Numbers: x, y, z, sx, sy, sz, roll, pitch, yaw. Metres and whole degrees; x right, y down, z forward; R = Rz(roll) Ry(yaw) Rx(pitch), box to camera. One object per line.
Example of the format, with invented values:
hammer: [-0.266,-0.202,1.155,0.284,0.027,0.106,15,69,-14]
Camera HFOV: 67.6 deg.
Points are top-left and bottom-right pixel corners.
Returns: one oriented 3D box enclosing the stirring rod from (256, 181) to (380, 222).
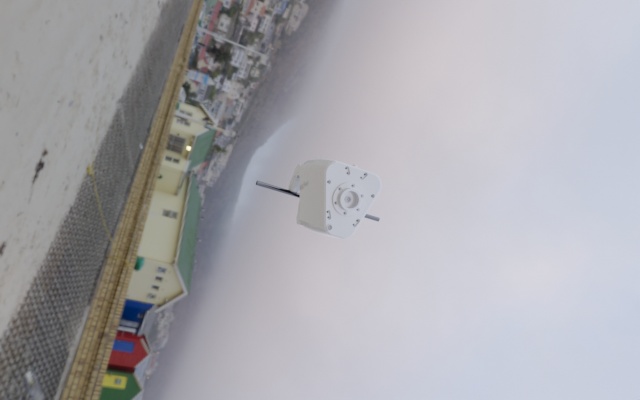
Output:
stirring rod: [0.000,0.003,0.849,0.239,0.011,0.011,17,-6,-20]
